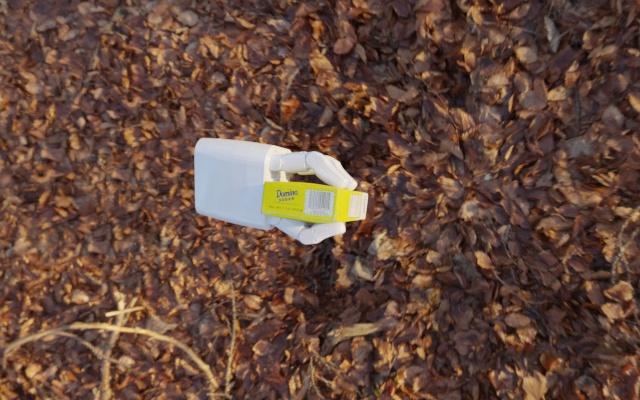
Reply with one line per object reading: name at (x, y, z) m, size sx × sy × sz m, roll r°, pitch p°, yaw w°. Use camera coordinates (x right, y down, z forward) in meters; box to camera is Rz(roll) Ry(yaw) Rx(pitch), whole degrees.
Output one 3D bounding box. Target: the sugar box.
sugar box at (0.000, 0.001, 0.624) m, size 0.093 × 0.048 × 0.176 m, roll 7°, pitch 4°, yaw 16°
